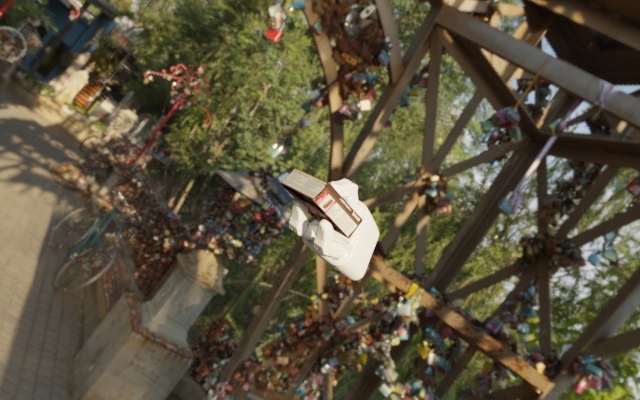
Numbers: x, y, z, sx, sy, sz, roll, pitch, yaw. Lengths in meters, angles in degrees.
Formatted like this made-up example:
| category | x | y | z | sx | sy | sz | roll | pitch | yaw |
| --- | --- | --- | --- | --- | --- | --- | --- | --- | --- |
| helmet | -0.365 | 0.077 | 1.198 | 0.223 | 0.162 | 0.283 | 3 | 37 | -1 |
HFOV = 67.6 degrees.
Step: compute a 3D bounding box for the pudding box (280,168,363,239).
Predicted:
| category | x | y | z | sx | sy | sz | roll | pitch | yaw |
| --- | --- | --- | --- | --- | --- | --- | --- | --- | --- |
| pudding box | 0.000 | 0.002 | 0.712 | 0.090 | 0.039 | 0.113 | 46 | -12 | -30 |
